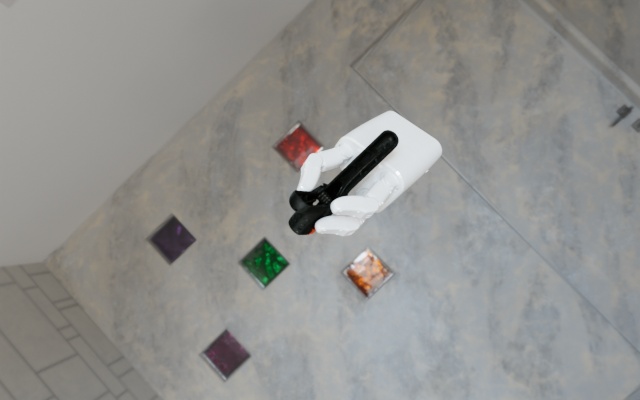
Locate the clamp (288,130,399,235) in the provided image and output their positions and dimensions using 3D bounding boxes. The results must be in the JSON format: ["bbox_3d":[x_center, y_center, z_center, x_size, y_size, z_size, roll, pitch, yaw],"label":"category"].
[{"bbox_3d":[0.000,0.002,0.614,0.164,0.036,0.210,-32,-11,-34],"label":"clamp"}]
